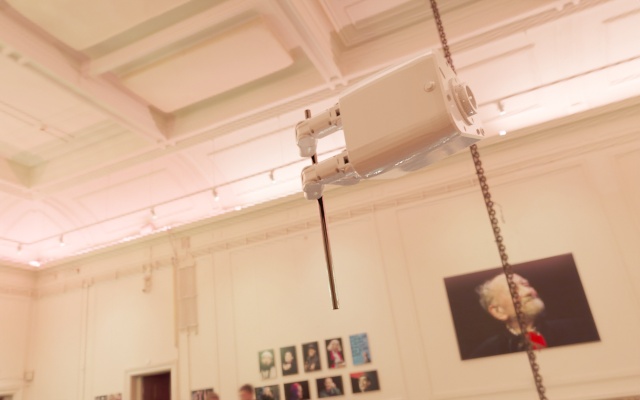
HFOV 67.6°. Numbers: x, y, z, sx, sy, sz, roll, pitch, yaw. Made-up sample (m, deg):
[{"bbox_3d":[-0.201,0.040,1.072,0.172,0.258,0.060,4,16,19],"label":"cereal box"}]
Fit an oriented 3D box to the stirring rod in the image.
[{"bbox_3d":[0.000,0.002,0.539,0.011,0.239,0.011,-7,-21,-3],"label":"stirring rod"}]
